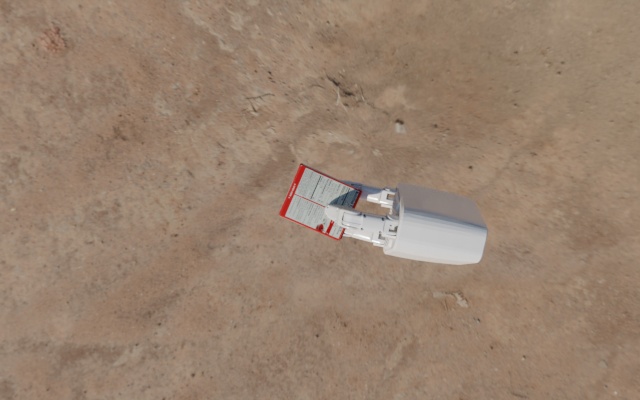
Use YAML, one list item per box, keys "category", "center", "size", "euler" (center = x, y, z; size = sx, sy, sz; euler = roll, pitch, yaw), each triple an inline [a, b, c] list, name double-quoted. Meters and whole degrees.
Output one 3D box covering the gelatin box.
- category: "gelatin box"
  center: [0.000, 0.002, 0.626]
  size: [0.089, 0.073, 0.030]
  euler: [23, 7, -4]
